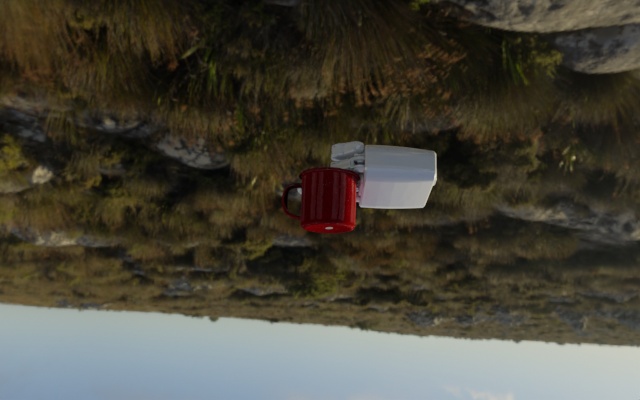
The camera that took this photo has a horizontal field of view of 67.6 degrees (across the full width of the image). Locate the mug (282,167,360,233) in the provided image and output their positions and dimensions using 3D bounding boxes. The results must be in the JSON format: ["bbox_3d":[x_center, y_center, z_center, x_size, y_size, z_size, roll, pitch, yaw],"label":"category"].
[{"bbox_3d":[-0.001,0.002,0.714,0.117,0.081,0.093,2,-14,1],"label":"mug"}]
